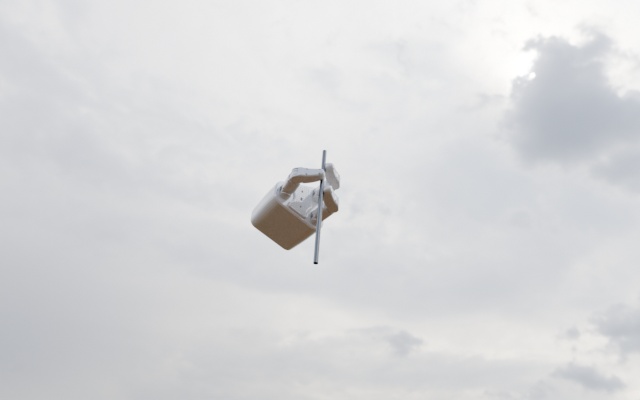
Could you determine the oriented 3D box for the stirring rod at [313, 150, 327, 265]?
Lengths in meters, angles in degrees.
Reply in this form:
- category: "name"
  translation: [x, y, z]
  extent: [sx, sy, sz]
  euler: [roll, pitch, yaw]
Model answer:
- category: "stirring rod"
  translation: [0.000, 0.003, 0.807]
  extent: [0.011, 0.239, 0.011]
  euler: [3, -39, 2]
